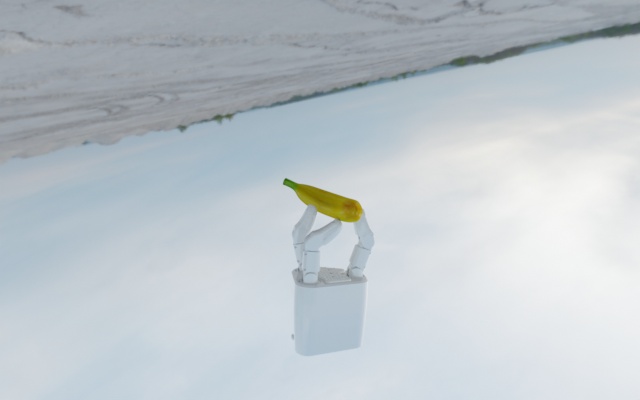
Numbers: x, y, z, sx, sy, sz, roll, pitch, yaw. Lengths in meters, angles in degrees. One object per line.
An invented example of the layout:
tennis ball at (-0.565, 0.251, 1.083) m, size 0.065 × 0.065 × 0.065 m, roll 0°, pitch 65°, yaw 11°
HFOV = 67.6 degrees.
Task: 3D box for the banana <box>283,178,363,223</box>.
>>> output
banana at (0.013, 0.006, 0.705) m, size 0.069 × 0.037 × 0.197 m, roll 16°, pitch 2°, yaw -34°
